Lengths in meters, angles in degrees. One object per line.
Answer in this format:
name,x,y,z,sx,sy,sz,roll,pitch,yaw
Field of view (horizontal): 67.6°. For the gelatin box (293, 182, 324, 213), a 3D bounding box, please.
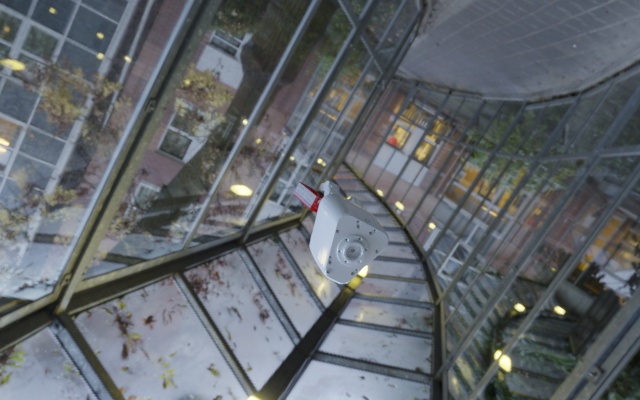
gelatin box,0.000,0.003,0.872,0.073,0.030,0.089,25,7,-30
